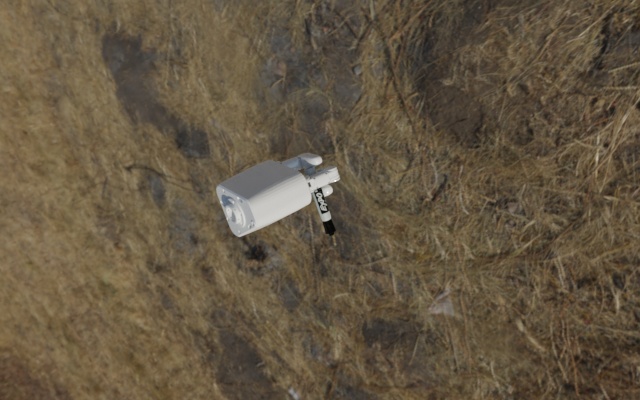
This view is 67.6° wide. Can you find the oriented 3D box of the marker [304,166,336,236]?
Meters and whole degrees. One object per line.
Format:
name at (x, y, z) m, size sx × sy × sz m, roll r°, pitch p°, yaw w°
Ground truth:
marker at (0.000, 0.003, 0.794) m, size 0.020 × 0.121 × 0.020 m, roll -18°, pitch 14°, yaw 4°
